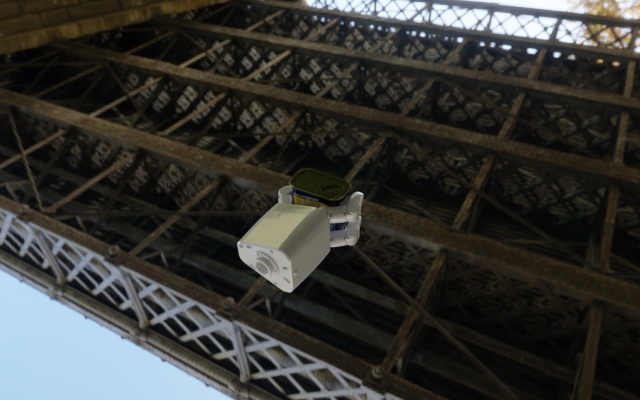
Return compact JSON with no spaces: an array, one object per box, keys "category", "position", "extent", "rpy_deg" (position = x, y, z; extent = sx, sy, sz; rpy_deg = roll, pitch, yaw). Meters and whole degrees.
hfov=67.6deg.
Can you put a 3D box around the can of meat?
[{"category":"can of meat","position":[0.000,0.003,0.813],"extent":[0.102,0.084,0.057],"rpy_deg":[19,43,23]}]
